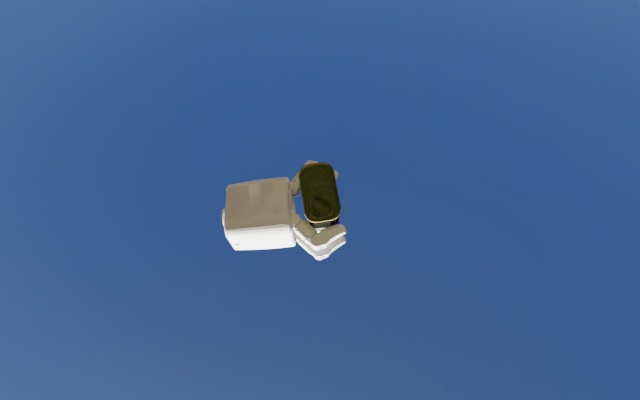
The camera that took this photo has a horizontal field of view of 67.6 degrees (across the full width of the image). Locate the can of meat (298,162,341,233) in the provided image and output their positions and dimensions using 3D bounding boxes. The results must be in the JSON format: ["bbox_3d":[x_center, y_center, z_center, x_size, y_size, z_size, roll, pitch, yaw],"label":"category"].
[{"bbox_3d":[0.000,0.003,0.784,0.057,0.102,0.084,-10,-24,-2],"label":"can of meat"}]
